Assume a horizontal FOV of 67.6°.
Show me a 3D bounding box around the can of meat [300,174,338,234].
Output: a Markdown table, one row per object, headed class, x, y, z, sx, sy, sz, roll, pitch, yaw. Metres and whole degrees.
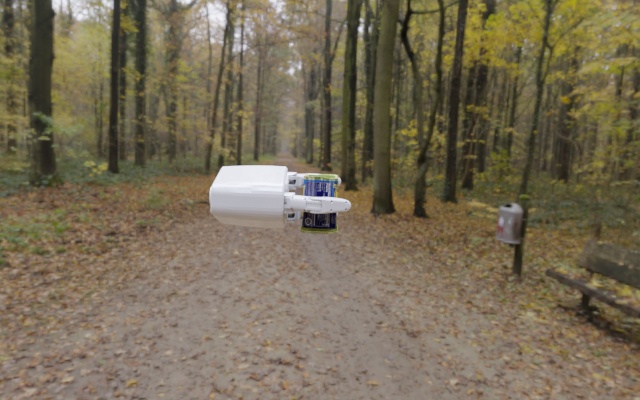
| class | x | y | z | sx | sy | sz | roll | pitch | yaw |
| --- | --- | --- | --- | --- | --- | --- | --- | --- | --- |
| can of meat | 0.000 | 0.002 | 0.740 | 0.057 | 0.084 | 0.102 | 2 | 6 | 1 |
